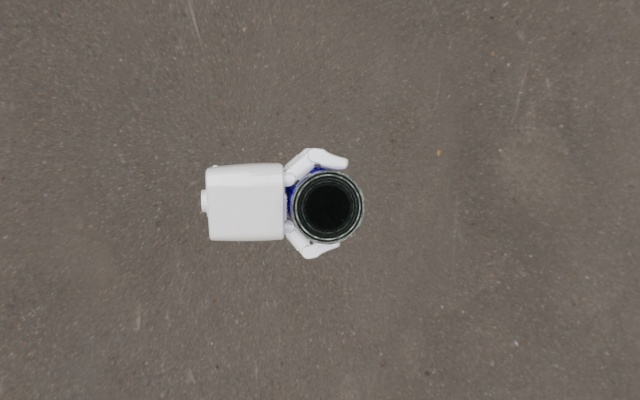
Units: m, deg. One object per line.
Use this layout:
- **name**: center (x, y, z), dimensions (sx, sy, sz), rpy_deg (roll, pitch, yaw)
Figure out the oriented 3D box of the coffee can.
- **coffee can**: center (0.000, 0.002, 0.717), dimensions (0.103, 0.103, 0.140), rpy_deg (0, 6, -9)
